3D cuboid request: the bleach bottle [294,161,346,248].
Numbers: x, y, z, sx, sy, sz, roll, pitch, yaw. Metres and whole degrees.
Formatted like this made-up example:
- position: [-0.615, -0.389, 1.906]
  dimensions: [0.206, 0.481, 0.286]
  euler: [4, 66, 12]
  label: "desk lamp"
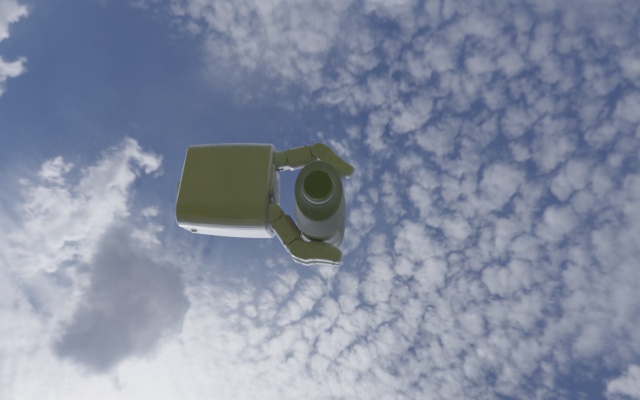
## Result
- position: [0.000, 0.002, 0.578]
  dimensions: [0.068, 0.102, 0.251]
  euler: [0, -12, 1]
  label: "bleach bottle"
